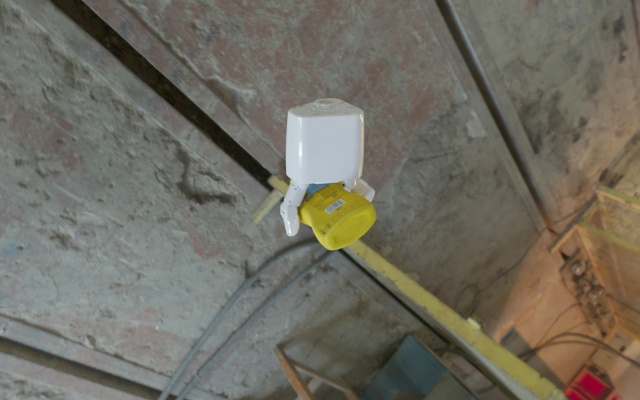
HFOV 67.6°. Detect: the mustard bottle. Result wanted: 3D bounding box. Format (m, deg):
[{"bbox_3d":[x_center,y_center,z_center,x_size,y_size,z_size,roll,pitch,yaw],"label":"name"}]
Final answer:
[{"bbox_3d":[0.000,0.003,0.787,0.096,0.058,0.191,-35,39,-13],"label":"mustard bottle"}]
